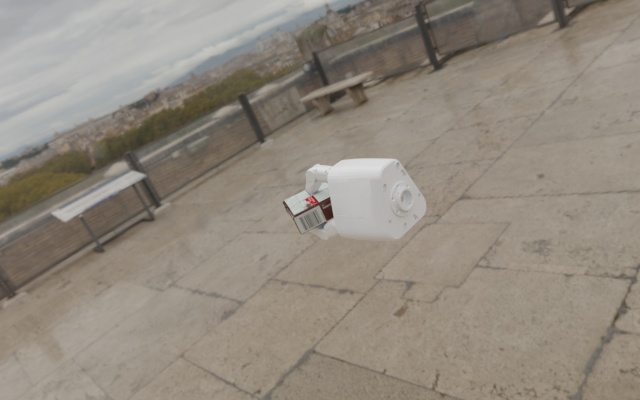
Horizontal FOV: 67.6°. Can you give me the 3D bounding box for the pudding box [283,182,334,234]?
[{"bbox_3d":[0.000,0.002,0.799,0.113,0.039,0.090,-26,21,-7],"label":"pudding box"}]
